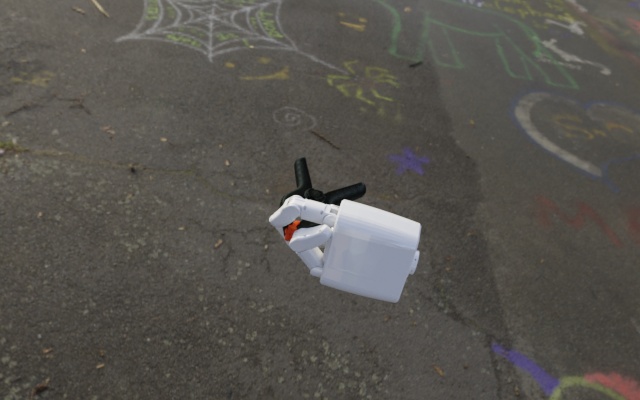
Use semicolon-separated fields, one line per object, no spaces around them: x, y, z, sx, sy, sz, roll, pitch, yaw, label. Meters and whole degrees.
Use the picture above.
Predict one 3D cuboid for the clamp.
0.000;0.002;0.700;0.120;0.039;0.171;14;42;6;clamp
